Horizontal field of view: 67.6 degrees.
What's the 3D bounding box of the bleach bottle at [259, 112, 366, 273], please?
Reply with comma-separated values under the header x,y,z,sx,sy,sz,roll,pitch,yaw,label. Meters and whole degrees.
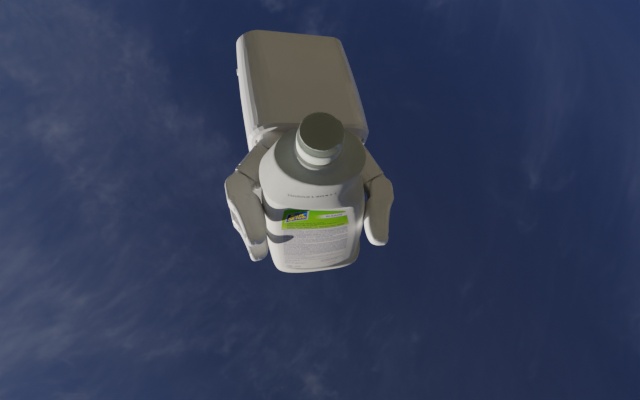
x,y,z,sx,sy,sz,roll,pitch,yaw,label
0.000,0.001,0.417,0.102,0.068,0.251,-8,-21,-8,bleach bottle
